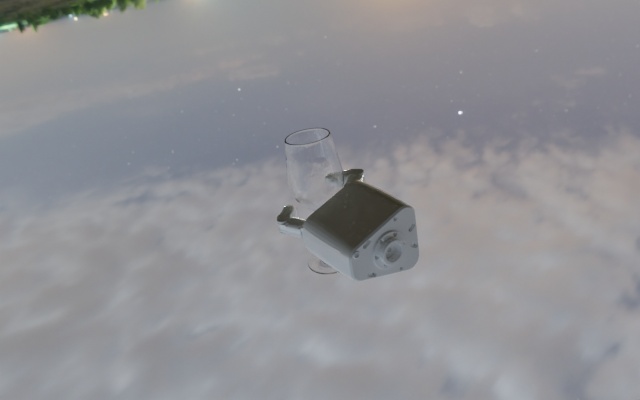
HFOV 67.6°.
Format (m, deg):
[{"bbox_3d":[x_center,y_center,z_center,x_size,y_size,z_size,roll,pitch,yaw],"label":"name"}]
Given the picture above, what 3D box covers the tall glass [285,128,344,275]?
[{"bbox_3d":[0.000,0.003,0.675,0.079,0.201,0.079,-9,26,5],"label":"tall glass"}]
